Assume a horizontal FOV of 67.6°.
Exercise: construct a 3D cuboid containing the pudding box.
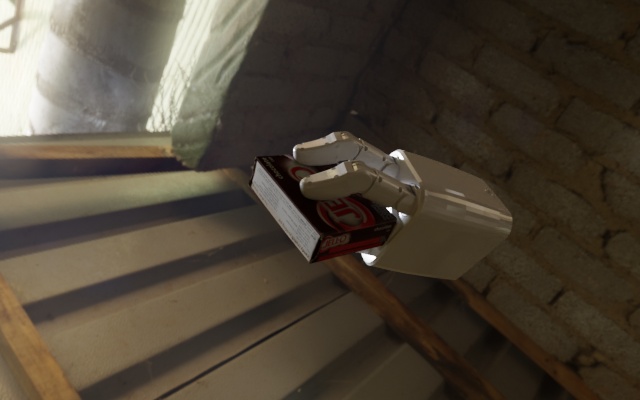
[{"bbox_3d":[0.000,0.002,0.438,0.090,0.039,0.113,-8,41,-40],"label":"pudding box"}]
